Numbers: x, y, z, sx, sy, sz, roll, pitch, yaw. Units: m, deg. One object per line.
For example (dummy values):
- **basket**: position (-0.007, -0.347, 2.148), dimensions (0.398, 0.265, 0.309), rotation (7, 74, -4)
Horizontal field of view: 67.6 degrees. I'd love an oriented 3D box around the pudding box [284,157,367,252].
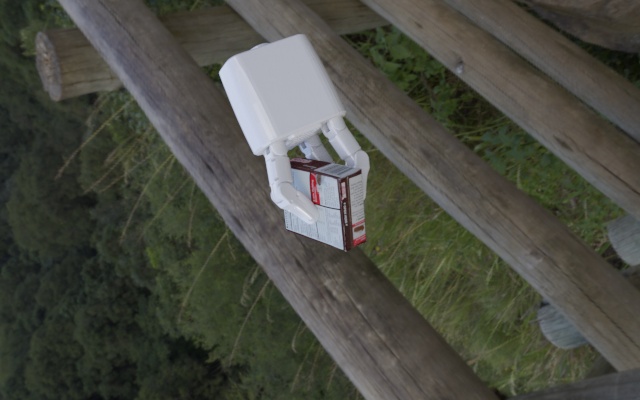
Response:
- **pudding box**: position (0.000, 0.002, 0.562), dimensions (0.039, 0.090, 0.113), rotation (-22, 25, -36)
